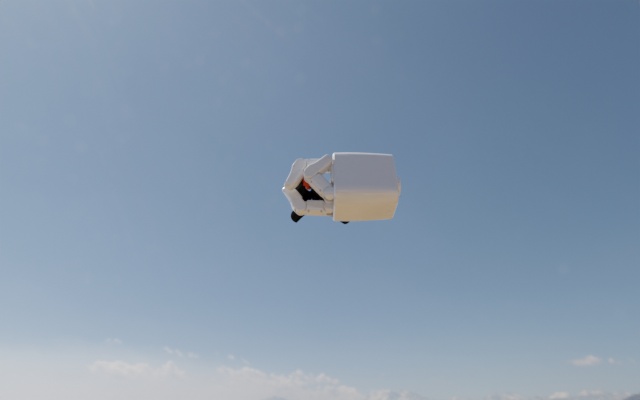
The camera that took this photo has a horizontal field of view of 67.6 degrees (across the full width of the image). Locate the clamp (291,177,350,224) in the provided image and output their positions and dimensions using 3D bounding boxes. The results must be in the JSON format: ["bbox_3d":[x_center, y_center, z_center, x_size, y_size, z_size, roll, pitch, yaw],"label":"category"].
[{"bbox_3d":[0.000,0.002,0.897,0.120,0.039,0.171,0,-25,0],"label":"clamp"}]
